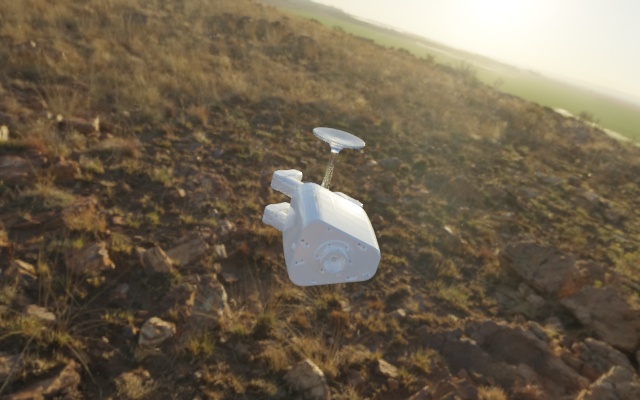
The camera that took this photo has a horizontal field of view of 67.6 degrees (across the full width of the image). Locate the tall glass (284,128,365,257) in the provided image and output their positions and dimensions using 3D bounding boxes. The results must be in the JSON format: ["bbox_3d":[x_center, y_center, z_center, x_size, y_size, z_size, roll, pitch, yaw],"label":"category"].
[{"bbox_3d":[0.000,0.002,0.690,0.079,0.201,0.079,14,22,-6],"label":"tall glass"}]
